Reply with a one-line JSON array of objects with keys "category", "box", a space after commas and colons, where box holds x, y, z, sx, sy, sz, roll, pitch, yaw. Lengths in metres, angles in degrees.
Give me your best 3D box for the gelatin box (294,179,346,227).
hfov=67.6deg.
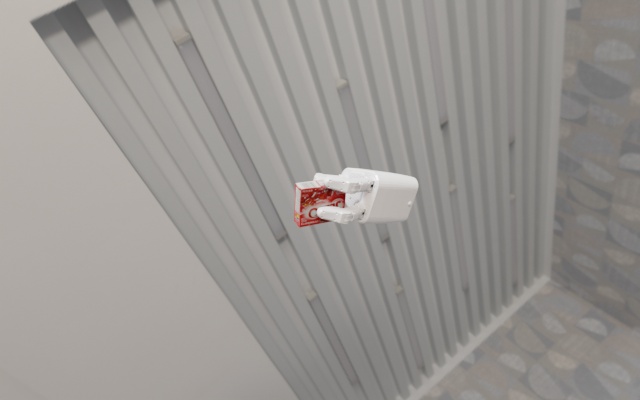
[{"category": "gelatin box", "box": [0.000, 0.003, 0.825, 0.089, 0.073, 0.030, -9, 29, -24]}]
